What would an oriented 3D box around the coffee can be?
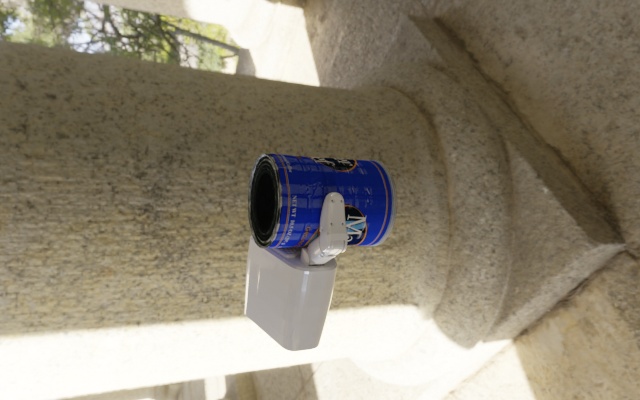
[{"bbox_3d":[0.000,0.002,0.540,0.140,0.103,0.103,1,-1,-26],"label":"coffee can"}]
